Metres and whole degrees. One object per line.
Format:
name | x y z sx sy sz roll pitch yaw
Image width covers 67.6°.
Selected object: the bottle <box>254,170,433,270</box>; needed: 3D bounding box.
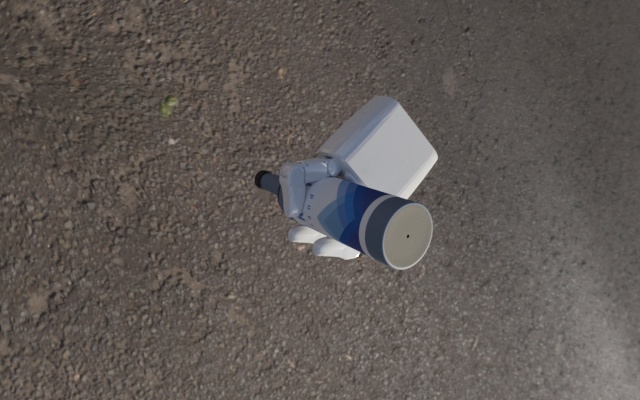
bottle | 0.000 0.002 0.566 0.069 0.069 0.295 0 13 -35
